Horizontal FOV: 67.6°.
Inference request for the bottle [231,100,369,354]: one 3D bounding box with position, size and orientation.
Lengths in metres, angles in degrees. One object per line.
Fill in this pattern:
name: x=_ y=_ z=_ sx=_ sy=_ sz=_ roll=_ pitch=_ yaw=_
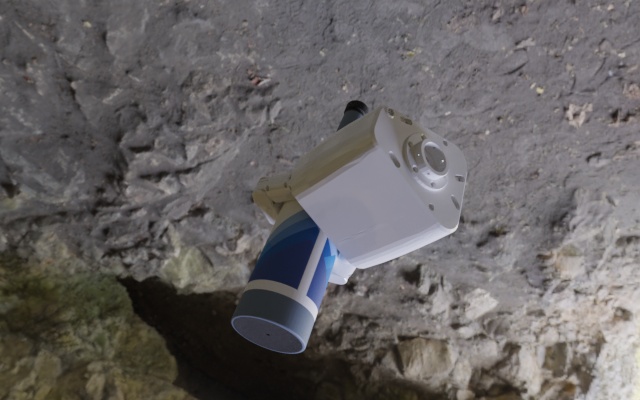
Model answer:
bottle: x=0.000 y=0.002 z=0.483 sx=0.069 sy=0.295 sz=0.069 roll=14 pitch=-37 yaw=11
